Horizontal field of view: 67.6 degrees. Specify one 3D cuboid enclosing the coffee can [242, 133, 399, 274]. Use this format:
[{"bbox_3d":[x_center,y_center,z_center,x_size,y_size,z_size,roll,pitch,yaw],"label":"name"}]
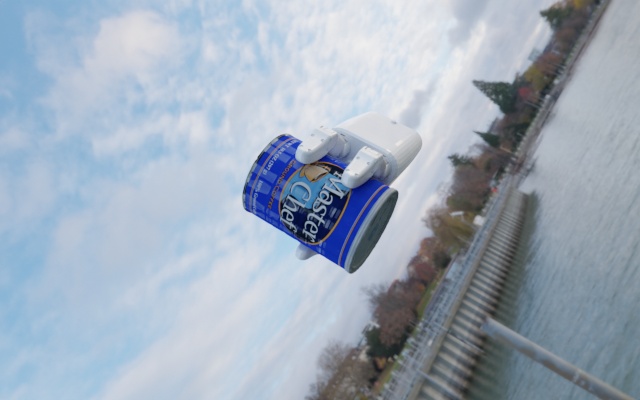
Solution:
[{"bbox_3d":[0.000,0.002,0.528,0.140,0.103,0.103,29,9,17],"label":"coffee can"}]
